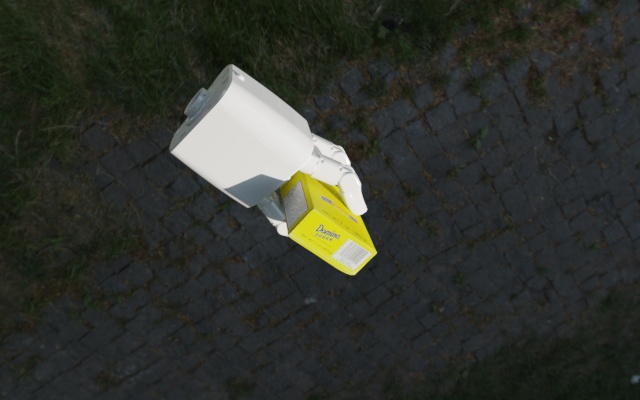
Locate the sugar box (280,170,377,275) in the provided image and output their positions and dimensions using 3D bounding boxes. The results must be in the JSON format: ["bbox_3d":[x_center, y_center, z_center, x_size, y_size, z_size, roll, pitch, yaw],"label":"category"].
[{"bbox_3d":[0.000,0.001,0.553,0.093,0.048,0.176,36,20,-26],"label":"sugar box"}]
